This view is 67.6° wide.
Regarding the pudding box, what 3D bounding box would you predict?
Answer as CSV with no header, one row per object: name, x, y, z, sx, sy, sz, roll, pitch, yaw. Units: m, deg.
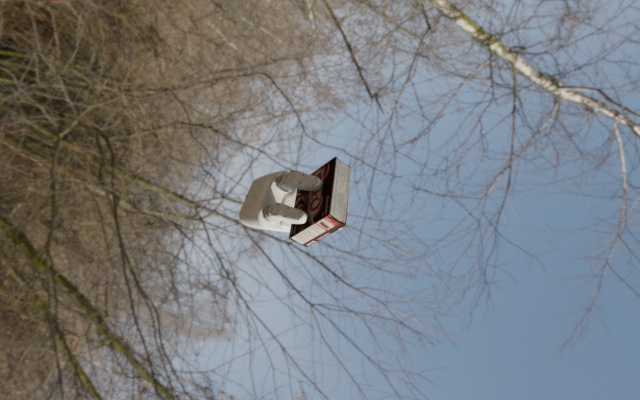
pudding box,0.000,0.002,0.709,0.039,0.113,0.090,29,-43,-29
